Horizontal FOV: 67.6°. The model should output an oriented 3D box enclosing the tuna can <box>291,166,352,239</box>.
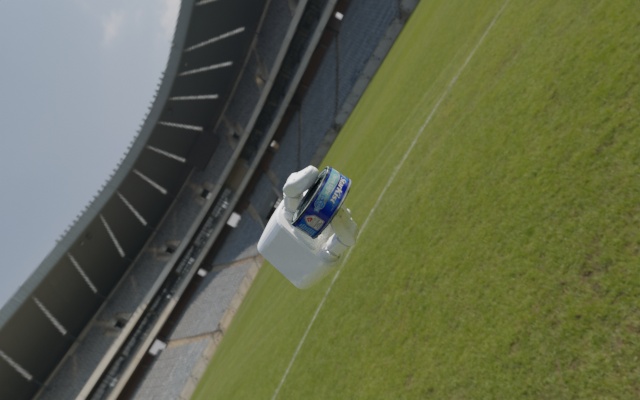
[{"bbox_3d":[0.000,0.002,0.577,0.034,0.086,0.086,33,-5,-8],"label":"tuna can"}]
